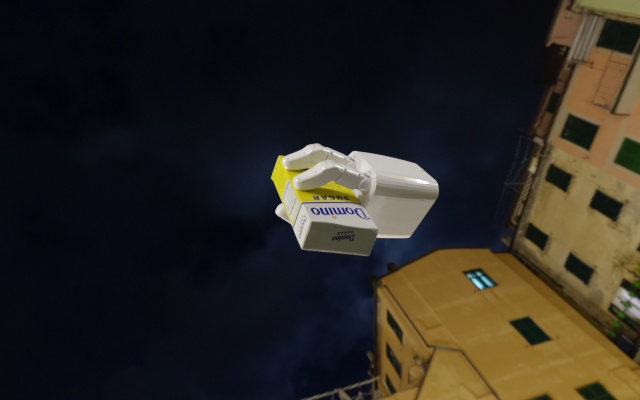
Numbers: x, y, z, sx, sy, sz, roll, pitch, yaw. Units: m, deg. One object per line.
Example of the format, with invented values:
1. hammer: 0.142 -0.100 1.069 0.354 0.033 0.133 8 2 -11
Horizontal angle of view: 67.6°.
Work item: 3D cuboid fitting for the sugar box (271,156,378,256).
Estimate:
1. sugar box: 0.000 0.002 0.627 0.093 0.048 0.176 8 25 -24
